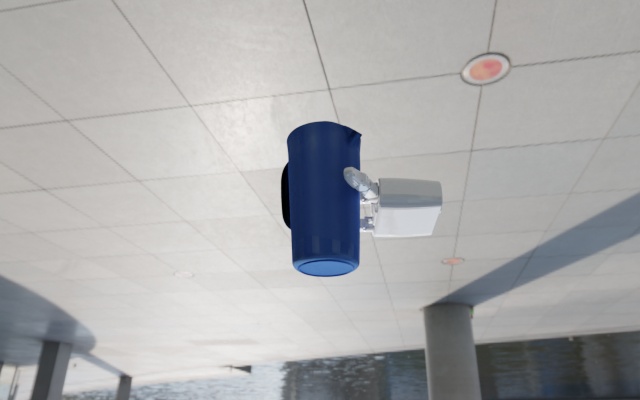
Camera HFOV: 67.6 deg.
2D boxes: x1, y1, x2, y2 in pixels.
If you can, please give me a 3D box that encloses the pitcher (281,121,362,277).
[{"bbox_3d":[0.000,0.003,0.811,0.145,0.242,0.149,0,-25,-2],"label":"pitcher"}]
